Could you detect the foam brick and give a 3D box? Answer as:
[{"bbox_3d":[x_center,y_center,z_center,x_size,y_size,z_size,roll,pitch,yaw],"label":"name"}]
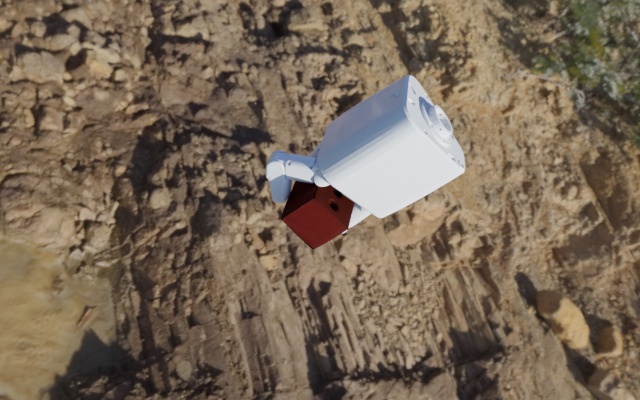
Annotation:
[{"bbox_3d":[0.000,0.002,0.516,0.051,0.053,0.078,-31,27,32],"label":"foam brick"}]
